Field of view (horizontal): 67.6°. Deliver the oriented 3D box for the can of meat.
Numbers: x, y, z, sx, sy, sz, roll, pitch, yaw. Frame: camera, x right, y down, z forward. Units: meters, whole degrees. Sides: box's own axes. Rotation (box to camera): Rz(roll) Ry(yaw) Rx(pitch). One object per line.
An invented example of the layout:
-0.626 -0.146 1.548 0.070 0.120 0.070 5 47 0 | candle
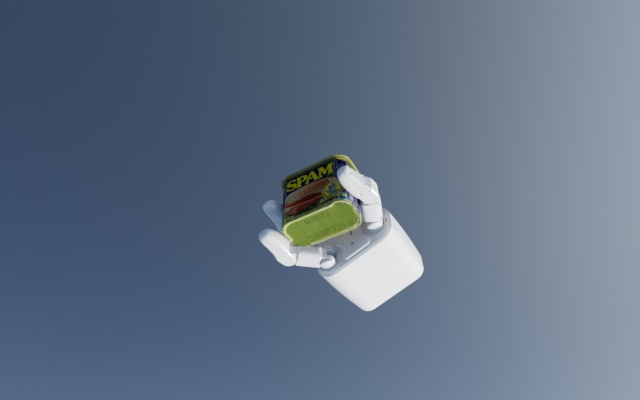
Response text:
0.000 0.002 0.597 0.102 0.083 0.057 -23 -50 20 | can of meat
